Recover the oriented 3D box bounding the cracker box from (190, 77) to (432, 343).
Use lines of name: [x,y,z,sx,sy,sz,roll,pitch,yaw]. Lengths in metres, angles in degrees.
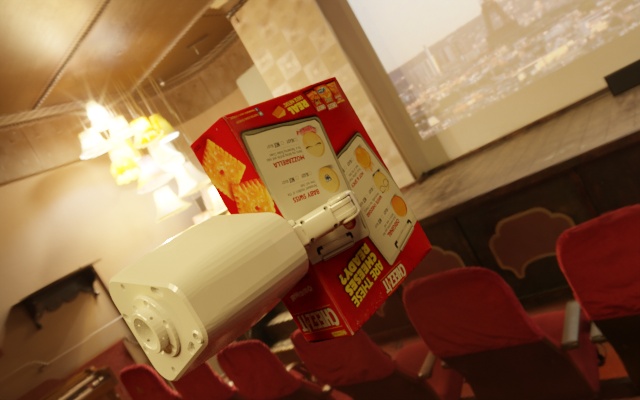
cracker box: [0.000,0.001,0.470,0.072,0.214,0.164,-26,5,45]
